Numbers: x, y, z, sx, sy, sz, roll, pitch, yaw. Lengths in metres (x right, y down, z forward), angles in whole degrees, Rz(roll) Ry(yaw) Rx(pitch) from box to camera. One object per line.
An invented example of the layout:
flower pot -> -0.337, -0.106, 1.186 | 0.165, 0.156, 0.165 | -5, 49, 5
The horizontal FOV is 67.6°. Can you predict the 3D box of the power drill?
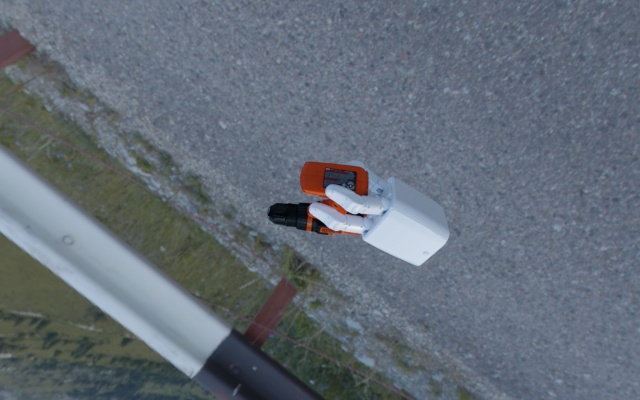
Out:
power drill -> 0.000, 0.003, 0.803 | 0.184, 0.057, 0.188 | 5, -23, -2
